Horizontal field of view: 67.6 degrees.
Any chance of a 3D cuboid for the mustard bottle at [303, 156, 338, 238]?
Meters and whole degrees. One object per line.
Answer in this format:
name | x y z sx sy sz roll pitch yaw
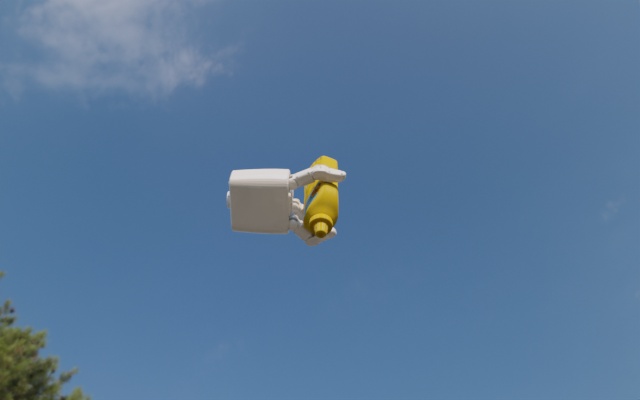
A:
mustard bottle | 0.000 0.003 0.876 0.058 0.096 0.191 21 32 -13
